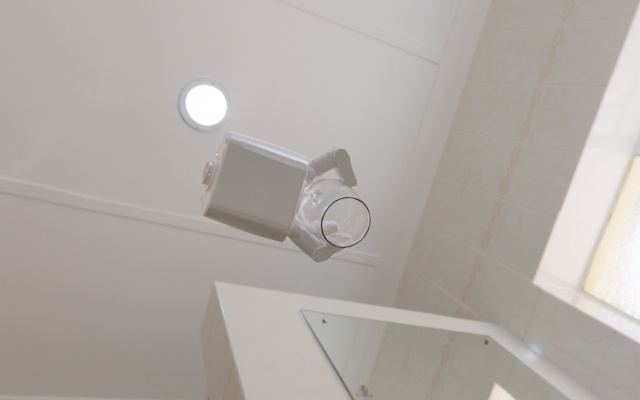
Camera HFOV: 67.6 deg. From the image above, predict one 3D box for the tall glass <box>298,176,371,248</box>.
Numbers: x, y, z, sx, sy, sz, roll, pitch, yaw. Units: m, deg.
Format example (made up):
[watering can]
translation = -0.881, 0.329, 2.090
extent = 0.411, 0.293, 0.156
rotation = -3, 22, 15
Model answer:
[tall glass]
translation = 0.000, 0.002, 0.639
extent = 0.079, 0.079, 0.201
rotation = 0, 14, -18
